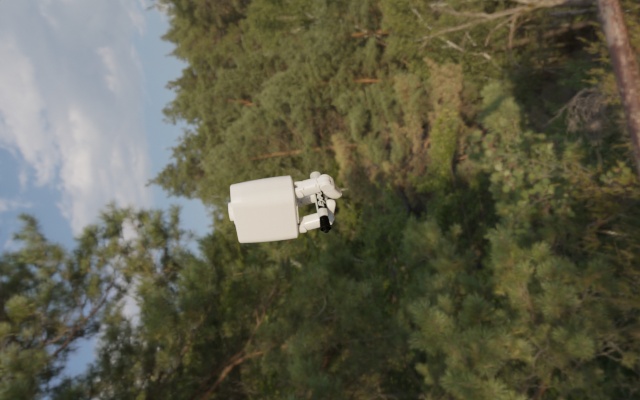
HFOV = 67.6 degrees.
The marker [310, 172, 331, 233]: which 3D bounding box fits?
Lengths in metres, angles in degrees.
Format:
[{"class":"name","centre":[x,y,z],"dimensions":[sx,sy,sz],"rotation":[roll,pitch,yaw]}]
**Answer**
[{"class":"marker","centre":[0.000,0.003,0.811],"dimensions":[0.020,0.121,0.020],"rotation":[-7,-35,-5]}]
